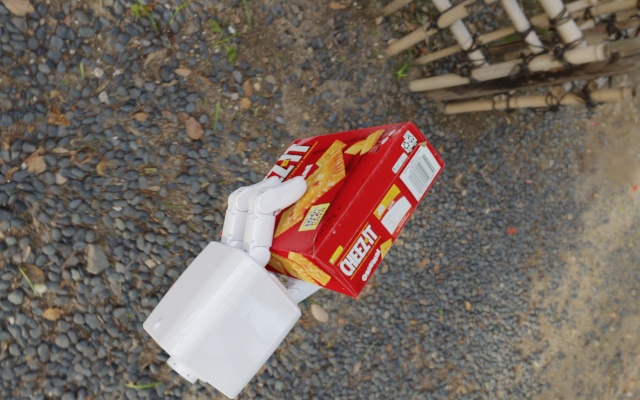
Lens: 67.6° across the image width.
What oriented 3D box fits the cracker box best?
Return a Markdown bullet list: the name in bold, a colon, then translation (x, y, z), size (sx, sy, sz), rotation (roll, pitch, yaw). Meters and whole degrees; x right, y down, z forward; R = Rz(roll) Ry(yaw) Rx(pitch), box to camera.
- **cracker box**: translation (0.000, 0.002, 0.511), size (0.072, 0.164, 0.213), rotation (47, -22, -25)
